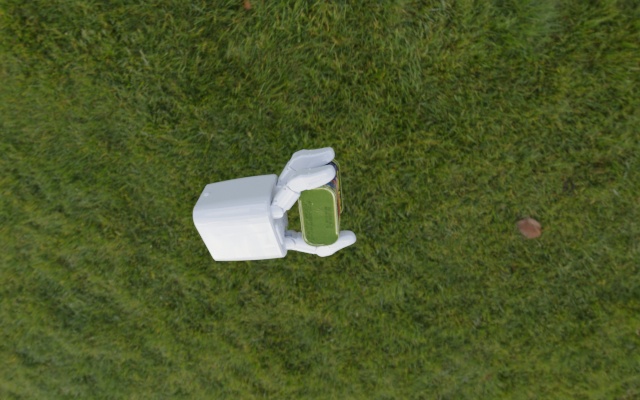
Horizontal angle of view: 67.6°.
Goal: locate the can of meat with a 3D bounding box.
[{"bbox_3d":[0.000,0.002,0.668,0.057,0.102,0.084,-3,30,6],"label":"can of meat"}]
